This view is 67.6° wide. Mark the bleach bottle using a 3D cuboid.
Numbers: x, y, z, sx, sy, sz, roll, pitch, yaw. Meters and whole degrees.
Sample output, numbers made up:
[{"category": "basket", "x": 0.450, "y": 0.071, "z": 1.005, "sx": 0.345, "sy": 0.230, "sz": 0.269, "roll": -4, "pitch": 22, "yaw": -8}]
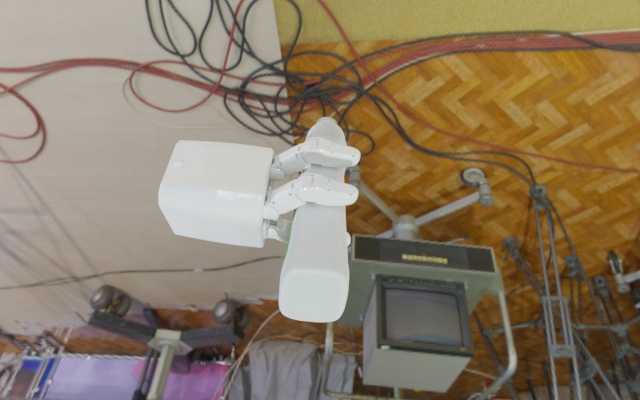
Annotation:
[{"category": "bleach bottle", "x": 0.000, "y": 0.002, "z": 0.544, "sx": 0.068, "sy": 0.250, "sz": 0.103, "roll": 6, "pitch": -41, "yaw": -2}]
